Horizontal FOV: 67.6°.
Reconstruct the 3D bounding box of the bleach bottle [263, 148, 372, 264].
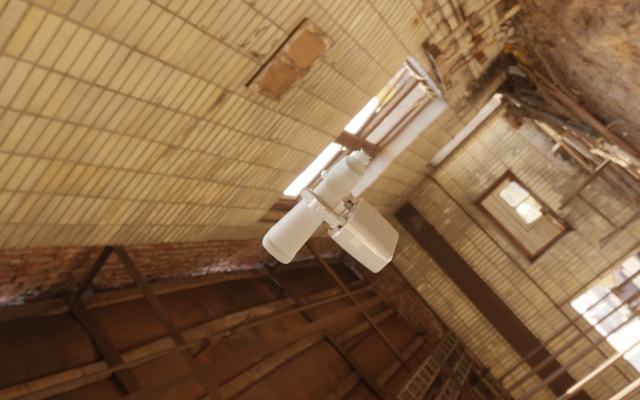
[{"bbox_3d":[0.000,0.003,0.898,0.068,0.251,0.102,42,15,-6],"label":"bleach bottle"}]
